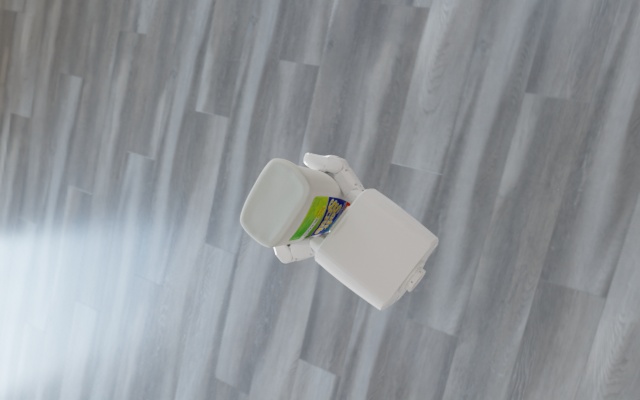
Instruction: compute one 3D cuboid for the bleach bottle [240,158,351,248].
[{"bbox_3d":[0.000,0.002,0.642,0.068,0.102,0.251,38,17,20],"label":"bleach bottle"}]
